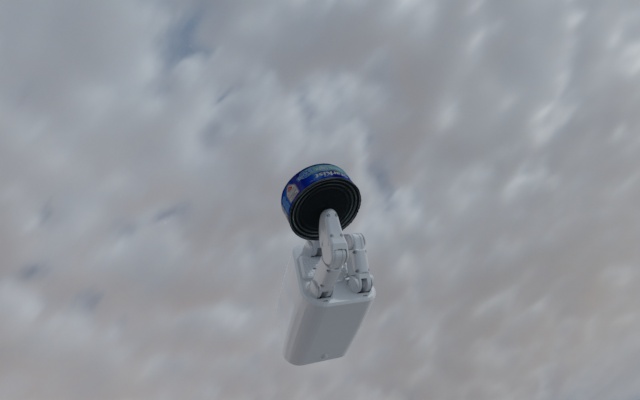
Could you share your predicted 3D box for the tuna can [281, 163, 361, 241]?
[{"bbox_3d":[0.000,0.001,0.534,0.086,0.086,0.033,0,36,-28],"label":"tuna can"}]
